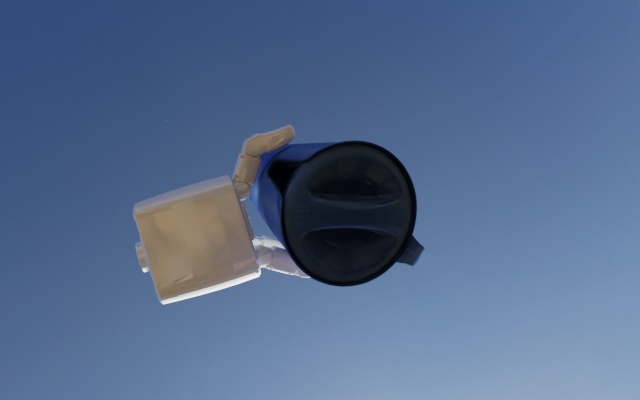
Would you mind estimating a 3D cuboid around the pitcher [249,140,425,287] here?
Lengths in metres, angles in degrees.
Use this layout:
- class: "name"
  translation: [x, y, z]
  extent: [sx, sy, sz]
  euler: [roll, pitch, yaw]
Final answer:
- class: "pitcher"
  translation: [0.000, 0.002, 0.536]
  extent: [0.145, 0.149, 0.243]
  euler: [-17, 14, -15]
